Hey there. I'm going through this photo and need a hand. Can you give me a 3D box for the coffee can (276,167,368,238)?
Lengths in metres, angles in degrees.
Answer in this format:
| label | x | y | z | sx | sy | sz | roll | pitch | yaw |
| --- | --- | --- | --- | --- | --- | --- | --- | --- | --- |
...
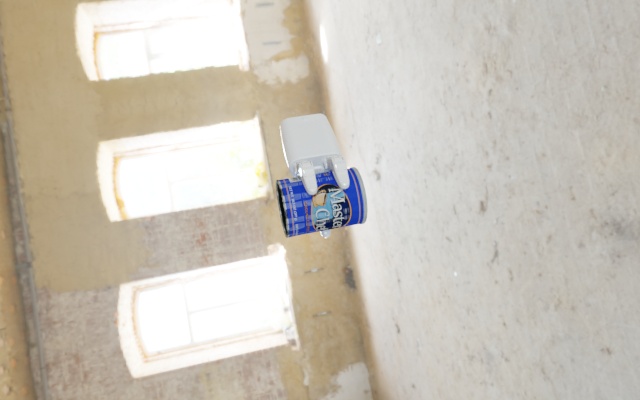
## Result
| label | x | y | z | sx | sy | sz | roll | pitch | yaw |
| --- | --- | --- | --- | --- | --- | --- | --- | --- | --- |
| coffee can | 0.000 | 0.003 | 0.835 | 0.140 | 0.103 | 0.103 | -10 | 2 | -10 |
